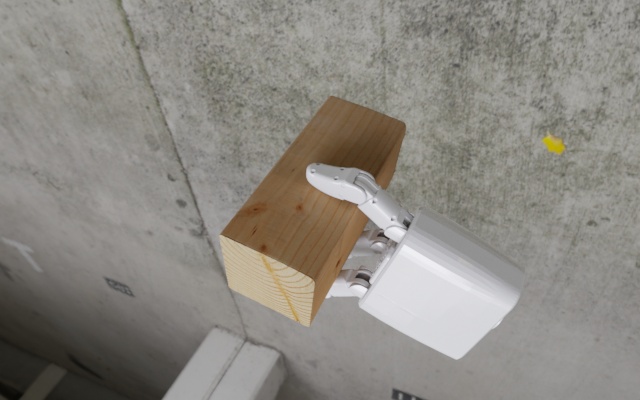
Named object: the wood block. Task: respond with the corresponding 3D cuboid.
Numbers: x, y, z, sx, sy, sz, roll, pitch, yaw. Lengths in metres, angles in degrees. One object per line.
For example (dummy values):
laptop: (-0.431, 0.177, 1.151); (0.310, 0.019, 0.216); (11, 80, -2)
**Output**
wood block: (0.000, 0.002, 0.468); (0.090, 0.206, 0.091); (23, -37, 14)
